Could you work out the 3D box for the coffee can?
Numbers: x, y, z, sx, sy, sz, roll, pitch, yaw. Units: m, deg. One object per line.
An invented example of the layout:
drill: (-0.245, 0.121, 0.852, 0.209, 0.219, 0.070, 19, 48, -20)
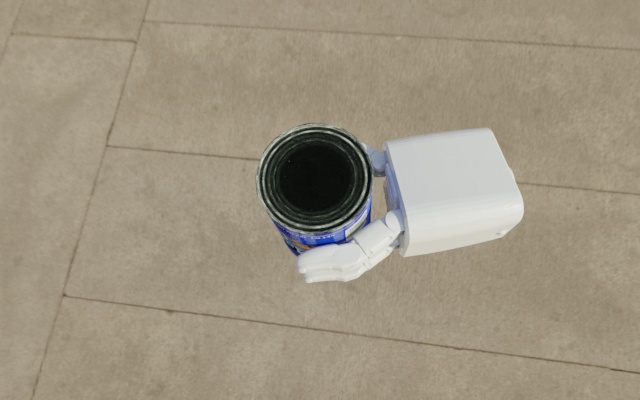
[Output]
coffee can: (0.000, 0.002, 0.473, 0.103, 0.102, 0.140, 0, -18, 5)
